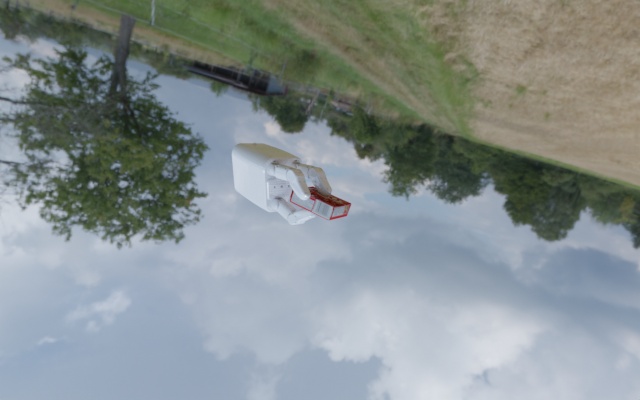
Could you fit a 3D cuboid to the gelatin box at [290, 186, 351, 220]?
[{"bbox_3d":[0.000,0.003,0.861,0.089,0.030,0.073,25,15,25],"label":"gelatin box"}]
